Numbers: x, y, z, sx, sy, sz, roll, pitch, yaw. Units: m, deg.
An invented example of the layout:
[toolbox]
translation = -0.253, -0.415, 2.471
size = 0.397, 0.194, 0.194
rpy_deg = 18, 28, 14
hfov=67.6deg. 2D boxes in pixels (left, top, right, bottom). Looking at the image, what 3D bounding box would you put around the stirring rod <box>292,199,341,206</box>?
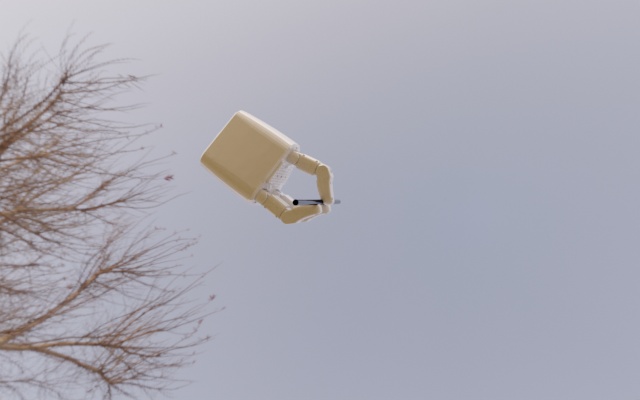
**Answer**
[stirring rod]
translation = 0.000, 0.002, 0.697
size = 0.011, 0.011, 0.239
rpy_deg = 0, 0, 15
